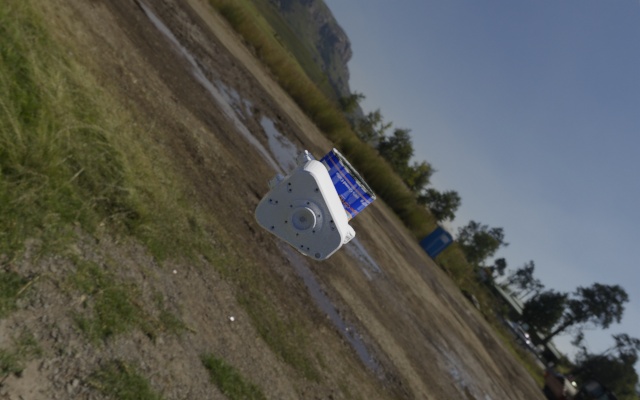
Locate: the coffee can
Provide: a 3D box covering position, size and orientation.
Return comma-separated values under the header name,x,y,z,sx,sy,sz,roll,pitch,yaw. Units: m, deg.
name,x,y,z,sx,sy,sz,roll,pitch,yaw
coffee can,0.000,0.003,0.743,0.140,0.103,0.103,-40,-8,9
